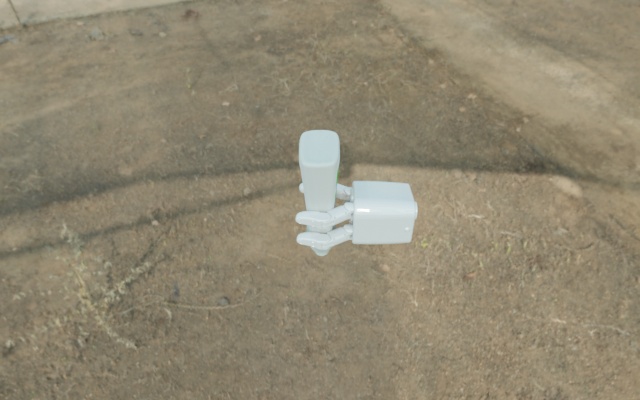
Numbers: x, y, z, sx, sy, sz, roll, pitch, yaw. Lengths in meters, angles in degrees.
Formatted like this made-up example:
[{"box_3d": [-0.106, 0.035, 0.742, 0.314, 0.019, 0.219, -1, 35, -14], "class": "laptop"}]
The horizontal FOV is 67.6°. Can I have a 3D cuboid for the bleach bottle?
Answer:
[{"box_3d": [0.000, 0.003, 0.867, 0.068, 0.251, 0.102, 0, 44, 1], "class": "bleach bottle"}]
